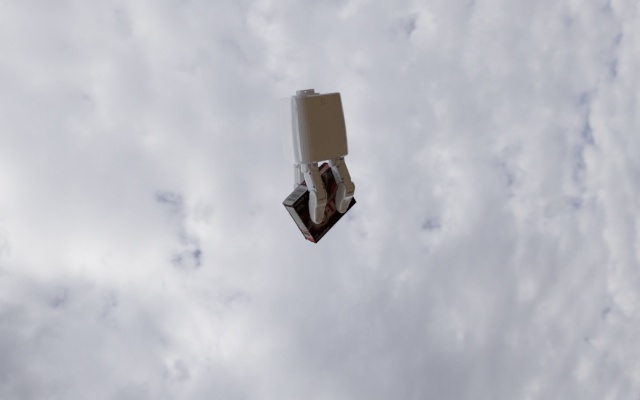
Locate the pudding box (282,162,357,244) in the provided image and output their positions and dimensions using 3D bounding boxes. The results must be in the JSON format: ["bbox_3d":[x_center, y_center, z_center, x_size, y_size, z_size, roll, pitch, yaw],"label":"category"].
[{"bbox_3d":[0.000,0.003,0.820,0.113,0.090,0.039,-44,31,-21],"label":"pudding box"}]
